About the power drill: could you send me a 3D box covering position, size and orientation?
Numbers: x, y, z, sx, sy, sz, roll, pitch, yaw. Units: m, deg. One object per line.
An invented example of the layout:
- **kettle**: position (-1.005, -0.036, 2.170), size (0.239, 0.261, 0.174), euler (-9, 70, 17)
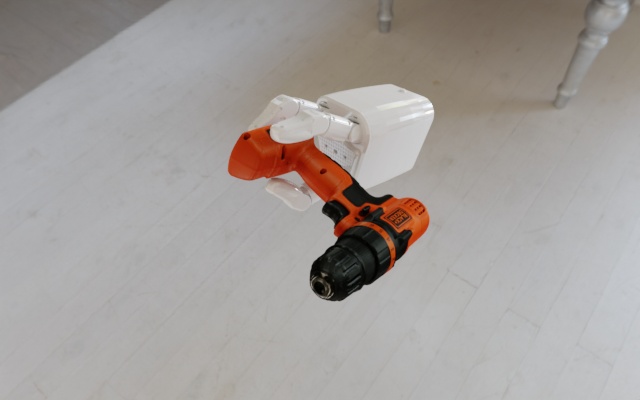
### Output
- **power drill**: position (0.000, 0.001, 0.463), size (0.187, 0.057, 0.184), euler (41, 34, 17)
